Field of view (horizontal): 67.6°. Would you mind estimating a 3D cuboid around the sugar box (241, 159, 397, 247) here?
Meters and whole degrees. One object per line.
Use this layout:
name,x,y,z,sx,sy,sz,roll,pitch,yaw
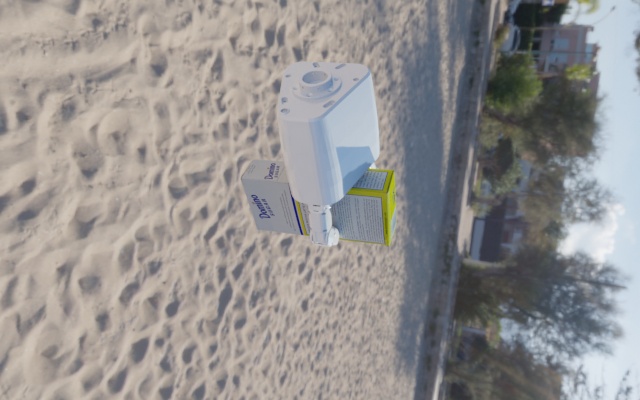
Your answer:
sugar box,0.000,0.001,0.575,0.176,0.093,0.048,8,46,18
